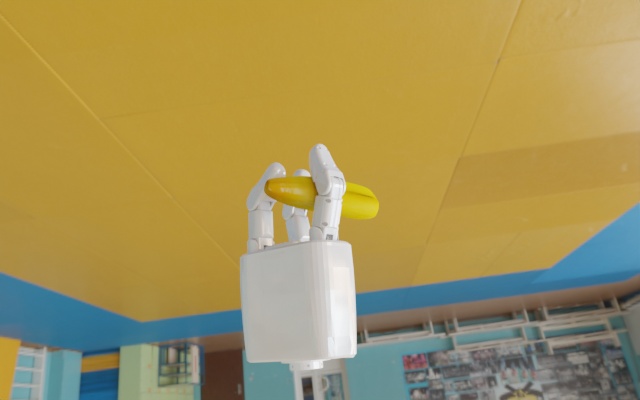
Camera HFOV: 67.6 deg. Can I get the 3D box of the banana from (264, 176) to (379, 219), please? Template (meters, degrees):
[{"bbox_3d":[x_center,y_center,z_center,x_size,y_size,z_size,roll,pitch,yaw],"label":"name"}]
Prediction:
[{"bbox_3d":[0.018,0.001,0.526,0.069,0.037,0.198,-5,-9,27],"label":"banana"}]
